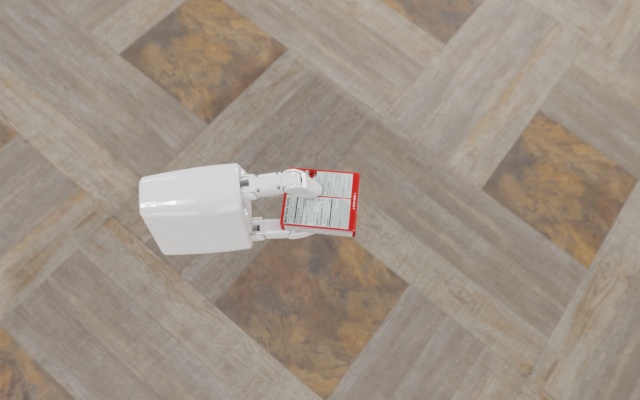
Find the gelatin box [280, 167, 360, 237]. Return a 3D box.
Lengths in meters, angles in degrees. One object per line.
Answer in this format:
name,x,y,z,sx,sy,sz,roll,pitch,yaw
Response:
gelatin box,0.000,0.002,0.567,0.089,0.073,0.030,5,-19,5
